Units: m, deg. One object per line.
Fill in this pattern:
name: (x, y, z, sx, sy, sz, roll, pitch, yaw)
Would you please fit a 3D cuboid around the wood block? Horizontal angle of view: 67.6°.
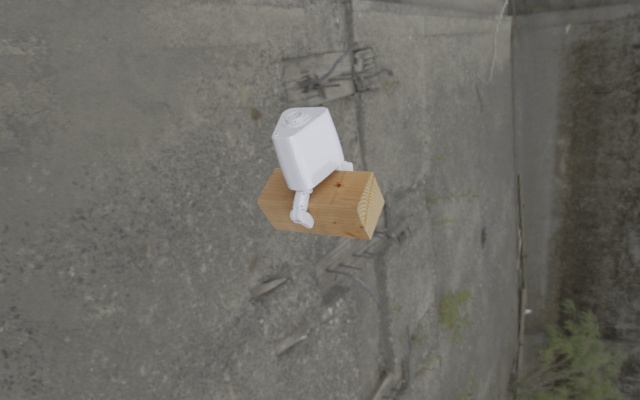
wood block: (0.000, 0.003, 0.890, 0.206, 0.090, 0.090, 4, -38, 30)
